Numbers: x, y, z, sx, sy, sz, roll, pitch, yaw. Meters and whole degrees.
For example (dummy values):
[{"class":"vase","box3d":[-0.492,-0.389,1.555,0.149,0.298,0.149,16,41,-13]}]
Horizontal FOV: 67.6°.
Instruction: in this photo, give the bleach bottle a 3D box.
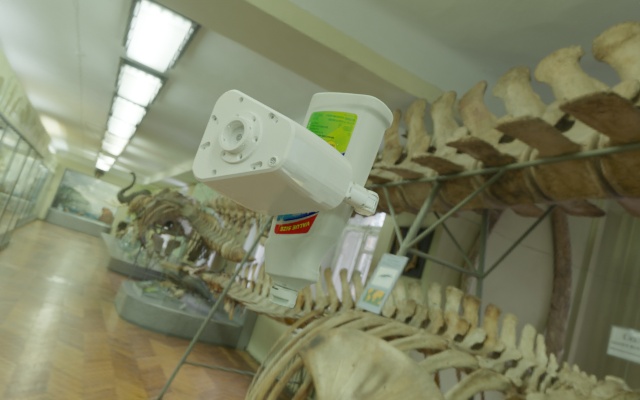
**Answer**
[{"class":"bleach bottle","box3d":[0.000,0.002,0.557,0.102,0.251,0.068,12,-10,33]}]
